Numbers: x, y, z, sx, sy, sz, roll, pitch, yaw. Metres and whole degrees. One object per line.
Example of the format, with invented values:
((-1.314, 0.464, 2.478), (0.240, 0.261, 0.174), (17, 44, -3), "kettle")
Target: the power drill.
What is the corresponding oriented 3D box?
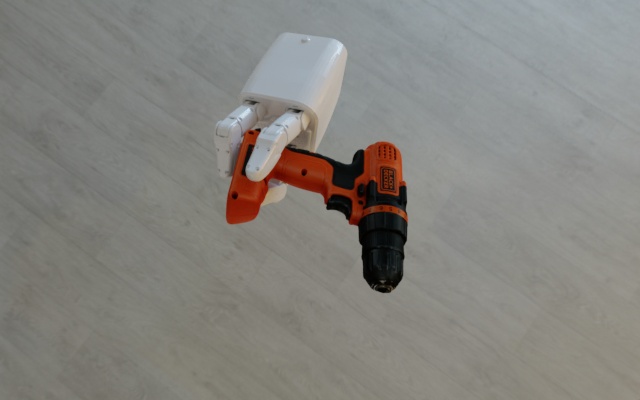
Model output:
((0.000, 0.001, 0.503), (0.187, 0.184, 0.057), (11, -40, -7), "power drill")
